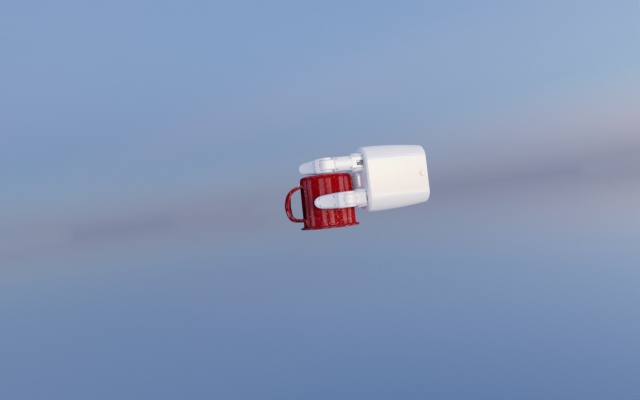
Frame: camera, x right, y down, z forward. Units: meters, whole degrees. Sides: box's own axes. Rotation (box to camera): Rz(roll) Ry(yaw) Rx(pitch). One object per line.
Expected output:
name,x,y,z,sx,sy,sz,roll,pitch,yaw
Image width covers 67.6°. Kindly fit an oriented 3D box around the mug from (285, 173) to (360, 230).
mug,-0.001,0.002,0.743,0.117,0.081,0.093,-6,-1,-21
